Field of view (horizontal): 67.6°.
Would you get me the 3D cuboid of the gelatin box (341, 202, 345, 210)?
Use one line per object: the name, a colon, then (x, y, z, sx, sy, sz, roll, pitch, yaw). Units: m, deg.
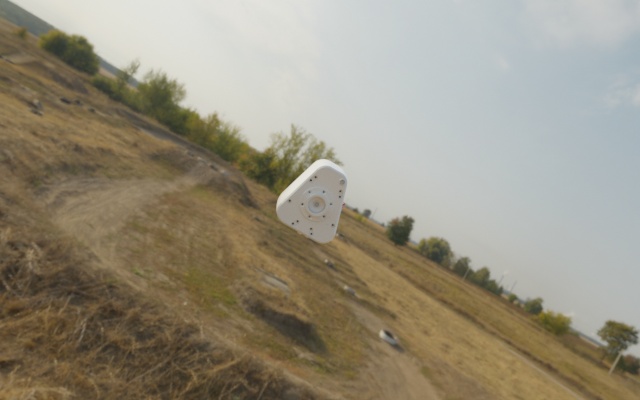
gelatin box: (0.000, 0.002, 0.855, 0.073, 0.030, 0.089, 31, 12, 8)
